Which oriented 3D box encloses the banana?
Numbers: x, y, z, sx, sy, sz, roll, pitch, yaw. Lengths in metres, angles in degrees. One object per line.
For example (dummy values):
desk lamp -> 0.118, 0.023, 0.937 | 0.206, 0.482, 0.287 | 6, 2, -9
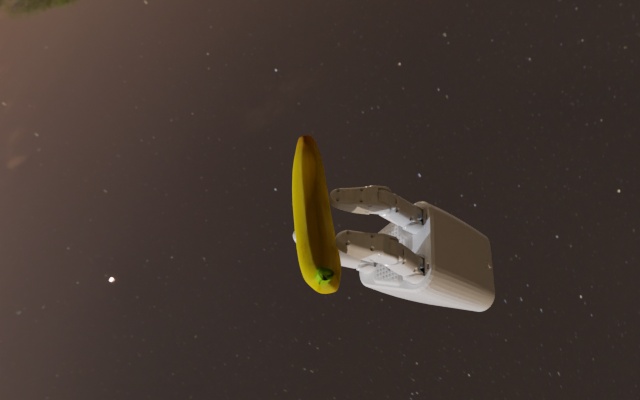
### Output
banana -> -0.003, 0.018, 0.455 | 0.037, 0.070, 0.197 | 4, 40, -14
